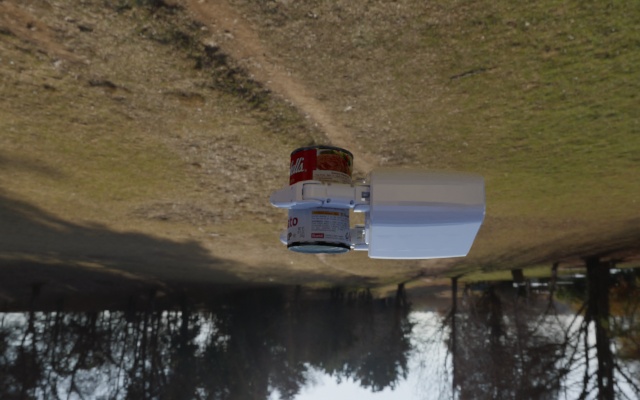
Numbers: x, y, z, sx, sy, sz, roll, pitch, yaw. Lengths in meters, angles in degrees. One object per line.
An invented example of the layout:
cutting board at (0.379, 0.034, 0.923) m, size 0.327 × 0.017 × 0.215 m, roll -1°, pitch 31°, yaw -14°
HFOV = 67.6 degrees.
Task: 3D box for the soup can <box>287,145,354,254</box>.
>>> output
soup can at (0.000, 0.002, 0.500) m, size 0.068 × 0.102 × 0.068 m, roll 2°, pitch -13°, yaw 0°
